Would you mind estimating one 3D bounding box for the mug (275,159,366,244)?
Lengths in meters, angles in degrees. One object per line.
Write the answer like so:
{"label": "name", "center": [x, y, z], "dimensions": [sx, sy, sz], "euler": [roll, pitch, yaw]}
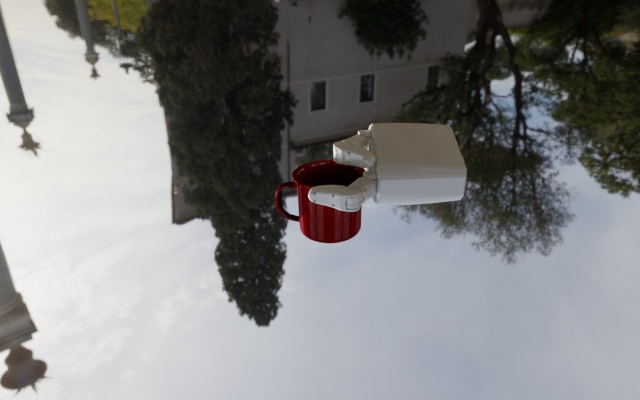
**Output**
{"label": "mug", "center": [-0.001, 0.002, 0.613], "dimensions": [0.117, 0.081, 0.093], "euler": [-1, 27, 1]}
